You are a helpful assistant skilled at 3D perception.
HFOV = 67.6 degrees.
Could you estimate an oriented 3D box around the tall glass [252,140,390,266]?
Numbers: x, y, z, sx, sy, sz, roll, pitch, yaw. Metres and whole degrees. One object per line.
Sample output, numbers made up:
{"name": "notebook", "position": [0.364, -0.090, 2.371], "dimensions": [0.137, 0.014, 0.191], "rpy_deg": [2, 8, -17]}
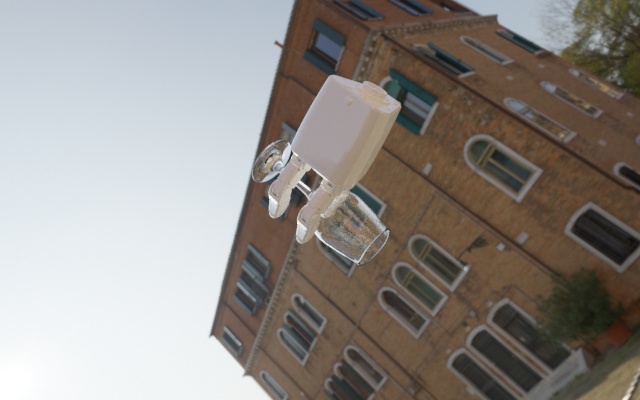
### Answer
{"name": "tall glass", "position": [0.000, 0.002, 0.656], "dimensions": [0.201, 0.079, 0.079], "rpy_deg": [40, 17, 21]}
